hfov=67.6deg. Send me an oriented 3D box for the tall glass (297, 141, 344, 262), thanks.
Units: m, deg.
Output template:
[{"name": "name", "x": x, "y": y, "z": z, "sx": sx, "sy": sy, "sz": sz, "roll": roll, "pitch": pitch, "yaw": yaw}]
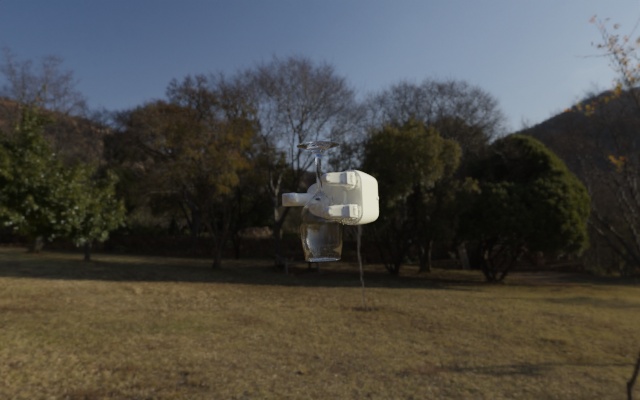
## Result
[{"name": "tall glass", "x": 0.000, "y": 0.002, "z": 0.826, "sx": 0.079, "sy": 0.201, "sz": 0.079, "roll": -3, "pitch": -3, "yaw": 0}]
